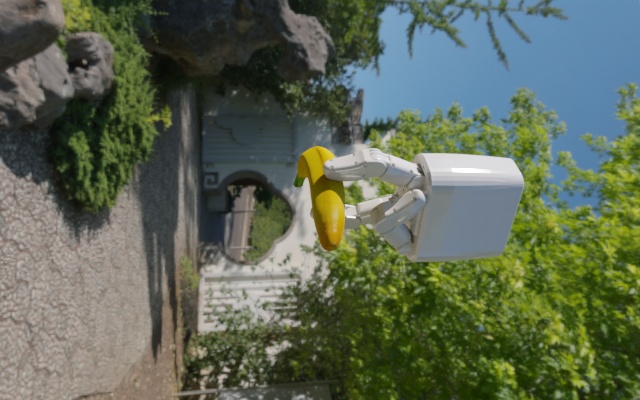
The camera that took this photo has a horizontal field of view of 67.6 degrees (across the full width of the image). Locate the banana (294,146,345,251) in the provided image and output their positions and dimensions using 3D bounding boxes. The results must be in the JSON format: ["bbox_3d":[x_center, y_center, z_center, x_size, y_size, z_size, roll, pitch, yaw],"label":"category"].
[{"bbox_3d":[0.001,-0.017,0.516,0.037,0.070,0.197,1,20,-10],"label":"banana"}]
